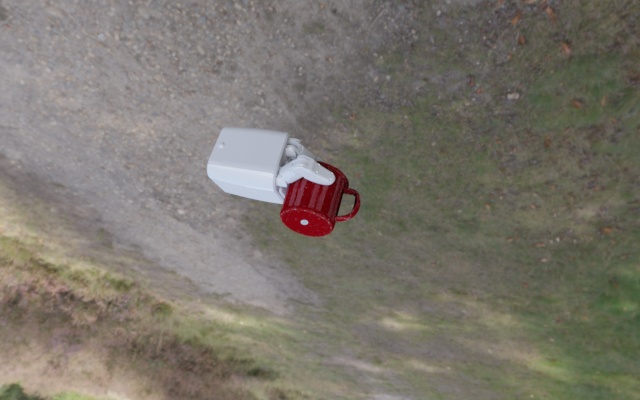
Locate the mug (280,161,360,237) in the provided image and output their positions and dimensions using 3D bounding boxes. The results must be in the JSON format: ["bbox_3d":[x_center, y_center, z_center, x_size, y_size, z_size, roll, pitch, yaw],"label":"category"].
[{"bbox_3d":[0.001,0.003,0.701,0.117,0.081,0.093,9,-31,12],"label":"mug"}]
